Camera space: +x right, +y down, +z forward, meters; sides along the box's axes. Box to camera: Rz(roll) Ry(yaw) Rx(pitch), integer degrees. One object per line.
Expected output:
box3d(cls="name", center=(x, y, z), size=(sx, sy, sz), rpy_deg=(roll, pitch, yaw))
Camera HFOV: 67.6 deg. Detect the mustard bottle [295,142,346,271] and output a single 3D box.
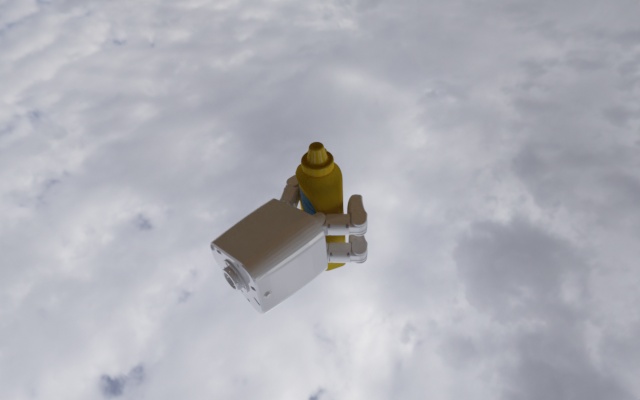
box3d(cls="mustard bottle", center=(0.000, 0.002, 0.641), size=(0.058, 0.192, 0.096), rpy_deg=(-16, 46, -10))
